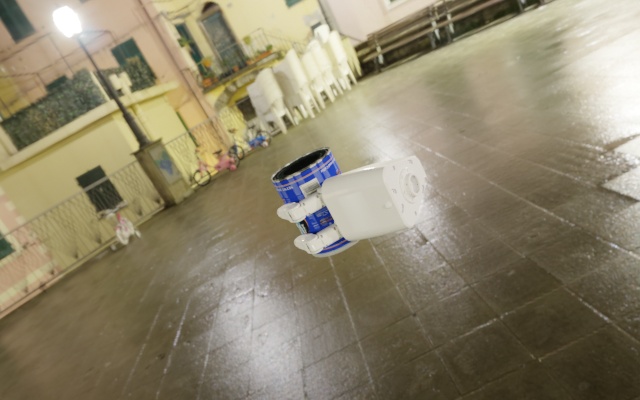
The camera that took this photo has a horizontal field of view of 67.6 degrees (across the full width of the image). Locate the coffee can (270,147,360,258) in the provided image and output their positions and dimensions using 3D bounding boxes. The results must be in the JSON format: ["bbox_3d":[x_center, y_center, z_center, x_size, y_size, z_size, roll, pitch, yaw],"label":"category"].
[{"bbox_3d":[0.000,0.003,0.744,0.103,0.140,0.102,-26,16,8],"label":"coffee can"}]
